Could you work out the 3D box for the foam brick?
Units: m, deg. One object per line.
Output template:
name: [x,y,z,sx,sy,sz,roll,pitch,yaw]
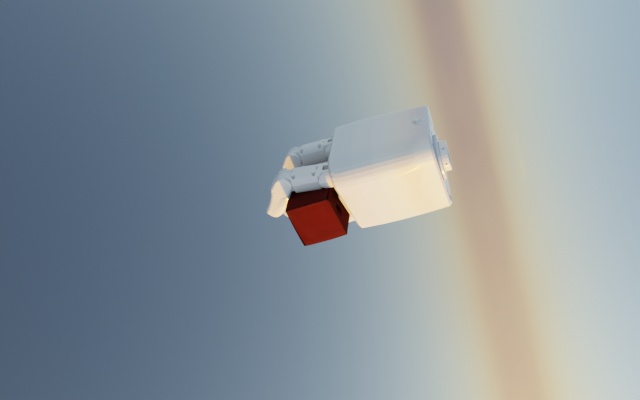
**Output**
foam brick: [0.000,0.002,0.531,0.051,0.053,0.078,-15,34,20]
